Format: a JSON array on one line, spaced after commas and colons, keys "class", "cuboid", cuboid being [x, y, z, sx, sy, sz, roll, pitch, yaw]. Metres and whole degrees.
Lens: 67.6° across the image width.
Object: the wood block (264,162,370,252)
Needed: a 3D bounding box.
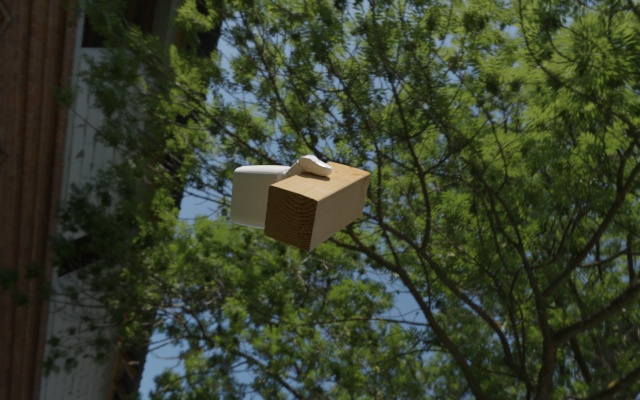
[{"class": "wood block", "cuboid": [0.000, 0.002, 0.832, 0.090, 0.091, 0.206, 18, 23, 24]}]
